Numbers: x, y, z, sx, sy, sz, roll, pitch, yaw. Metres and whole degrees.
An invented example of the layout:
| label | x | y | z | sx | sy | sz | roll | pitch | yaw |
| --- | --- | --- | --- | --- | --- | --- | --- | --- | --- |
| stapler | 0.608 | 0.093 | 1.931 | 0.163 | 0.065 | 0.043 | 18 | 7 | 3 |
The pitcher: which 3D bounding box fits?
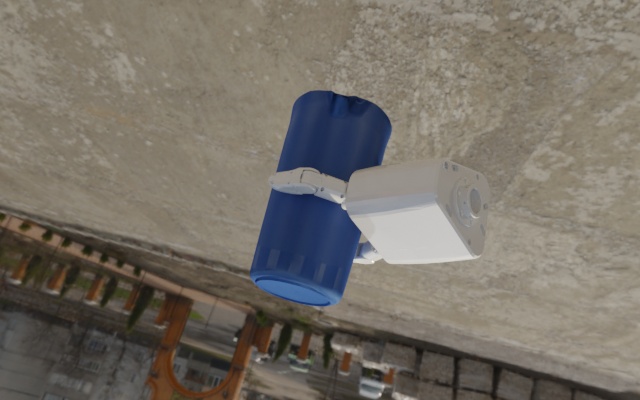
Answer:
| label | x | y | z | sx | sy | sz | roll | pitch | yaw |
| --- | --- | --- | --- | --- | --- | --- | --- | --- | --- |
| pitcher | 0.000 | 0.002 | 0.590 | 0.145 | 0.242 | 0.149 | -9 | -34 | 44 |
